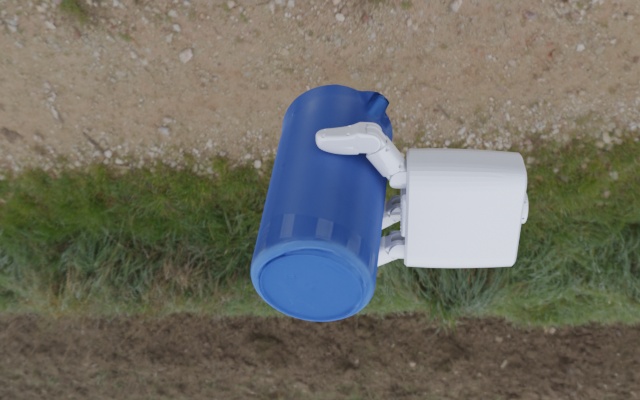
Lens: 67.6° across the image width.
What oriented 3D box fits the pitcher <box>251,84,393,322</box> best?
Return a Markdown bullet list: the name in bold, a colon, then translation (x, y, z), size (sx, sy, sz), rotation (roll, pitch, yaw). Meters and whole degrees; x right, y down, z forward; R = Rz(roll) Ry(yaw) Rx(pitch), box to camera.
- **pitcher**: translation (0.000, 0.002, 0.496), size (0.145, 0.149, 0.242), rotation (1, 41, 9)
